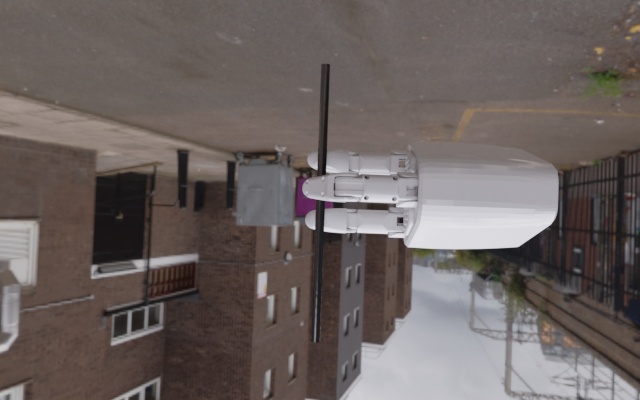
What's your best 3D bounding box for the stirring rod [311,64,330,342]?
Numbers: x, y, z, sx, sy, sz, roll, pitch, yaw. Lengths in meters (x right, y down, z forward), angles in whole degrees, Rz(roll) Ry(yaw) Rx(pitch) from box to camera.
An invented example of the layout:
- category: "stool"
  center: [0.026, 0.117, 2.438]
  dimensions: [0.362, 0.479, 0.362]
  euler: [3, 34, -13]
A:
- category: "stirring rod"
  center: [0.000, 0.001, 0.415]
  dimensions: [0.011, 0.239, 0.011]
  euler: [2, -2, 0]
